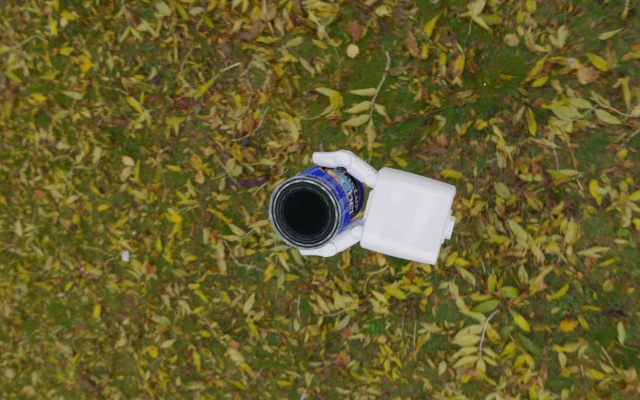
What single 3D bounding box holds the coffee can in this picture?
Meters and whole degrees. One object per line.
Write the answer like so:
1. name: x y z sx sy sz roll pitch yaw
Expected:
1. coffee can: 0.000 0.002 0.696 0.103 0.103 0.140 0 13 19
